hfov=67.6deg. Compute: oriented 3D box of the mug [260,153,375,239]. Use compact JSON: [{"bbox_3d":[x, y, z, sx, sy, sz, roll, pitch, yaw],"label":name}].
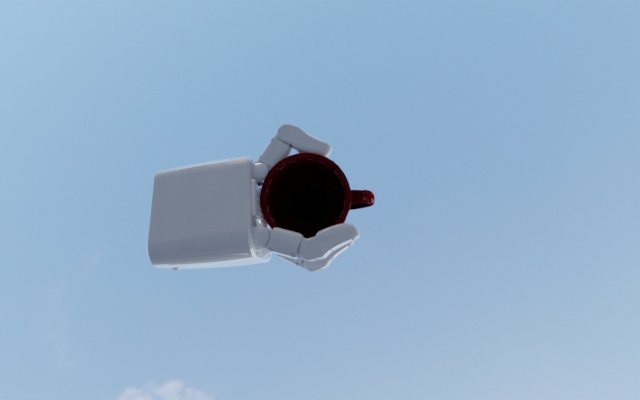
[{"bbox_3d":[0.002,0.001,0.519,0.117,0.093,0.081,-6,-10,4],"label":"mug"}]
